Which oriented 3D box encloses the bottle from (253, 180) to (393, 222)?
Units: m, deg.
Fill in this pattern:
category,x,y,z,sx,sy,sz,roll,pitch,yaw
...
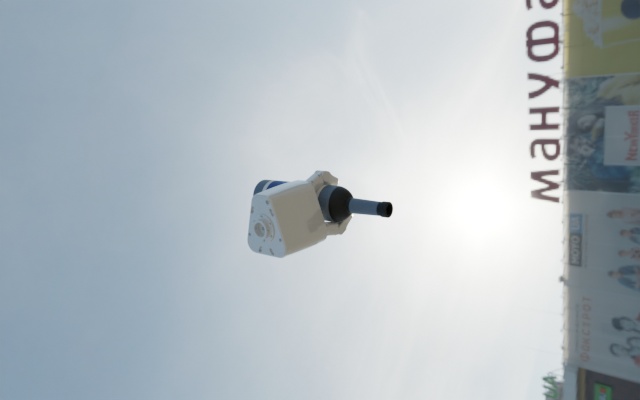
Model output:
category,x,y,z,sx,sy,sz,roll,pitch,yaw
bottle,0.000,0.003,0.888,0.295,0.069,0.069,6,4,38
